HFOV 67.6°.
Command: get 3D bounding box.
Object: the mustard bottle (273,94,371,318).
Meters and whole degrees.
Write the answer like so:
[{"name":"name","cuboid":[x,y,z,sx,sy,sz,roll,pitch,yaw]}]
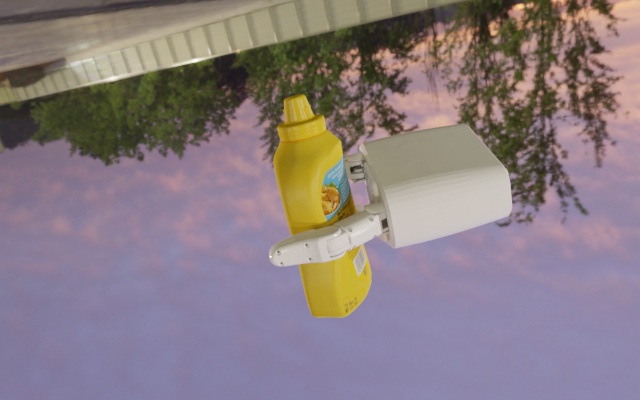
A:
[{"name":"mustard bottle","cuboid":[0.000,0.002,0.429,0.058,0.192,0.096,-5,21,22]}]
